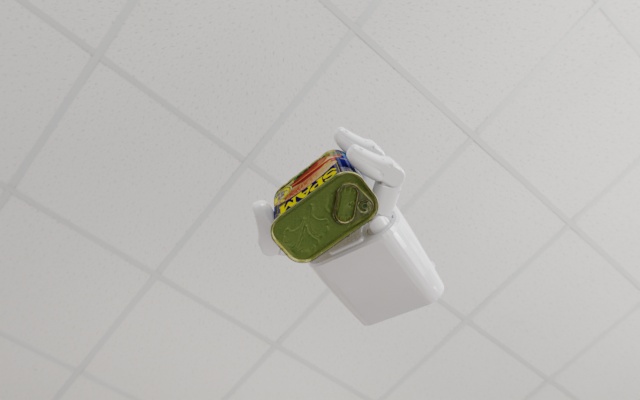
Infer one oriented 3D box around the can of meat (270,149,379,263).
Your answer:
[{"bbox_3d":[0.000,0.001,0.478,0.102,0.057,0.084,-36,21,10],"label":"can of meat"}]
